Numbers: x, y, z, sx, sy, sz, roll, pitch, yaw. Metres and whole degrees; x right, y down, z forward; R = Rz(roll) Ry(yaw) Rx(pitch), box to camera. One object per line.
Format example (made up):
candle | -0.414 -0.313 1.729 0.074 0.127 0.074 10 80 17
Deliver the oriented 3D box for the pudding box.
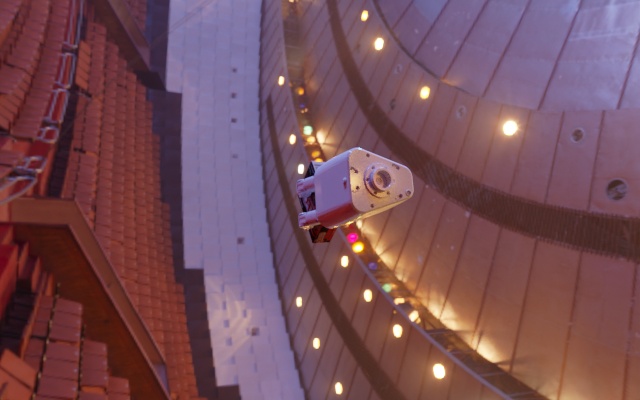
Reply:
pudding box | 0.000 0.003 0.814 0.039 0.113 0.090 2 -41 -23
